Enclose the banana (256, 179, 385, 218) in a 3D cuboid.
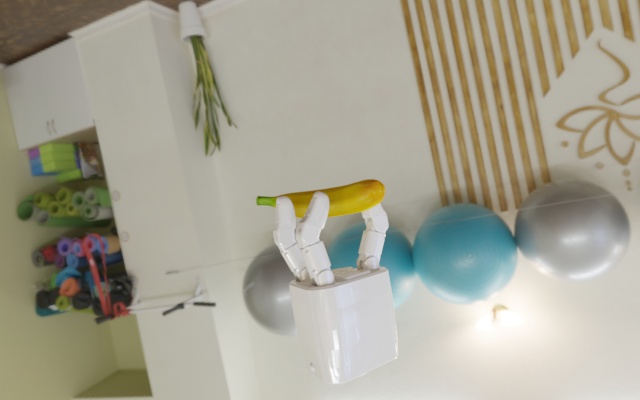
[{"bbox_3d":[0.010,0.001,0.570,0.198,0.037,0.069,-8,-3,43],"label":"banana"}]
